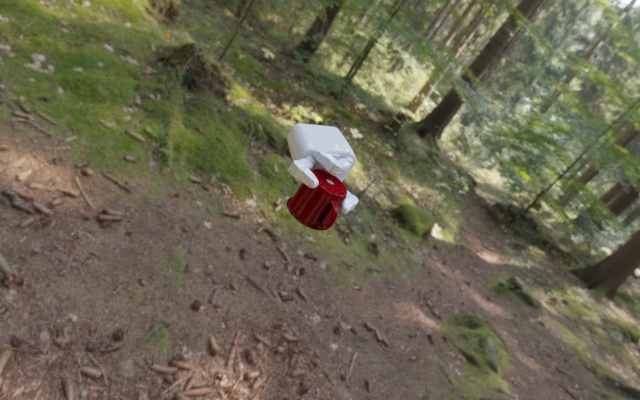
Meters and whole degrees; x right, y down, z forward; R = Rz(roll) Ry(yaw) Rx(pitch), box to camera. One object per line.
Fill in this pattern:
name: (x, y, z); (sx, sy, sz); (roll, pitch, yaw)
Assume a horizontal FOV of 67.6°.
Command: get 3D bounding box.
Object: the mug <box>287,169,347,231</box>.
mug: (0.001, 0.004, 0.881); (0.093, 0.081, 0.117); (16, 32, -32)
